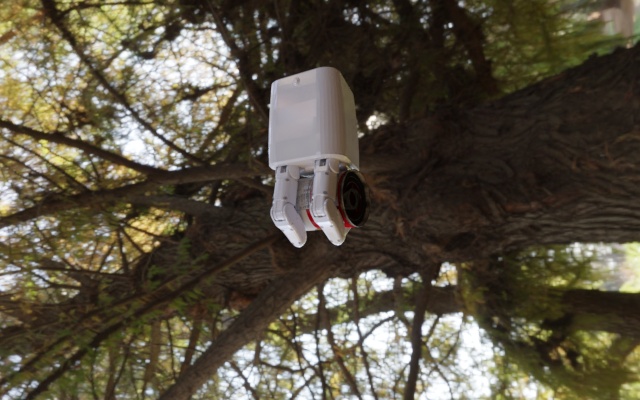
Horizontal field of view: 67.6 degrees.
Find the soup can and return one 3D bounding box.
[{"bbox_3d":[0.000,0.002,0.580,0.102,0.068,0.068,-7,-4,32],"label":"soup can"}]
